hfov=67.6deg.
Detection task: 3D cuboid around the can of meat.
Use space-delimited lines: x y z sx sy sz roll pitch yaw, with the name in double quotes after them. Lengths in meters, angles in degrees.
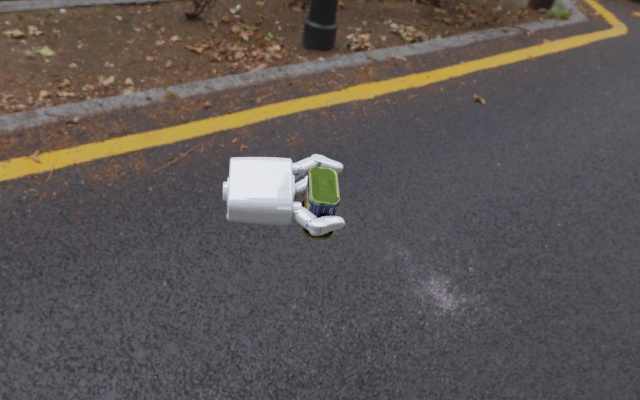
0.000 0.003 0.831 0.057 0.084 0.102 4 42 -7 "can of meat"
